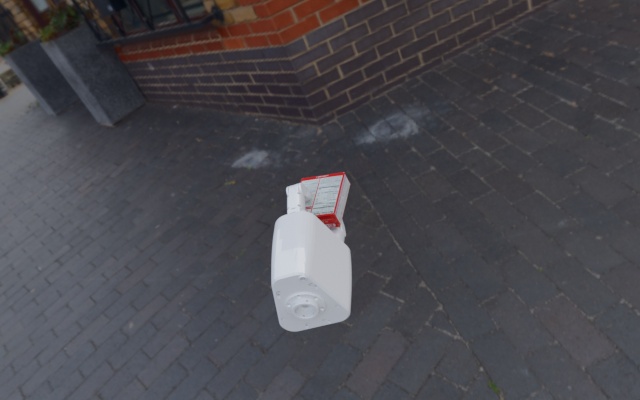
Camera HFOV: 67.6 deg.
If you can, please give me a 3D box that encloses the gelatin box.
[{"bbox_3d":[0.000,0.002,0.708,0.073,0.089,0.030,-8,-45,24],"label":"gelatin box"}]
